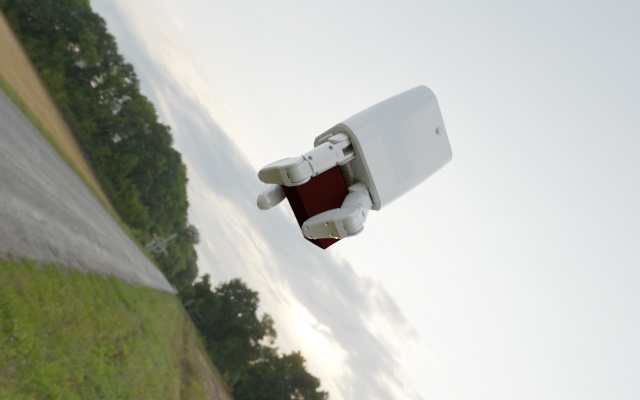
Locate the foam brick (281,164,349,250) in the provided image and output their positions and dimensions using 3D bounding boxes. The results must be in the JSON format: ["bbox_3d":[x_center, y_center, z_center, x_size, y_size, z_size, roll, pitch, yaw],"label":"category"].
[{"bbox_3d":[0.000,0.002,0.494,0.051,0.078,0.053,-30,23,-17],"label":"foam brick"}]
